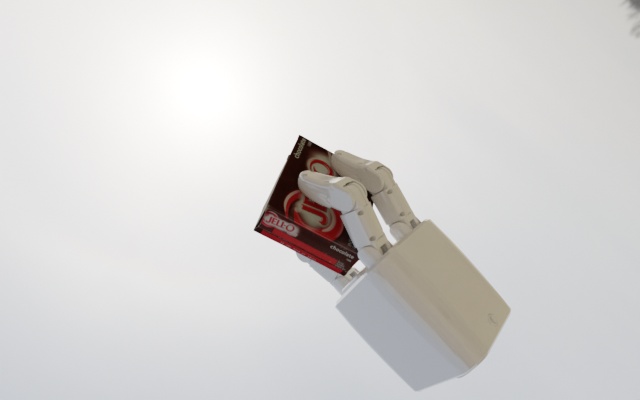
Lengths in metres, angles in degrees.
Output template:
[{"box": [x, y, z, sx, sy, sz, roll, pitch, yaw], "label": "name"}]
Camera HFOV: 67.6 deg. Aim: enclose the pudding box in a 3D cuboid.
[{"box": [0.000, 0.002, 0.432, 0.090, 0.039, 0.113, 28, 38, -10], "label": "pudding box"}]
